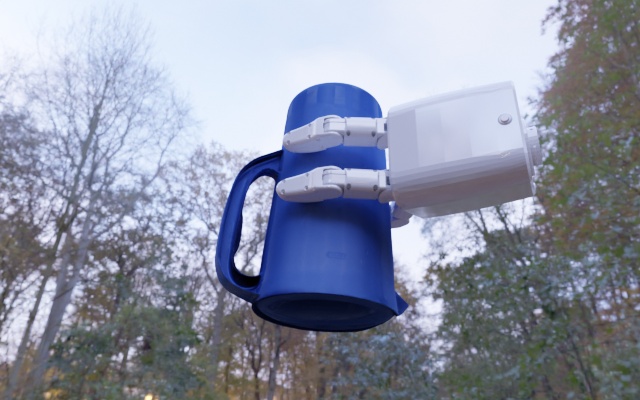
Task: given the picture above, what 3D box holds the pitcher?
[{"bbox_3d":[0.000,0.002,0.483,0.145,0.242,0.149,-11,-31,25],"label":"pitcher"}]
